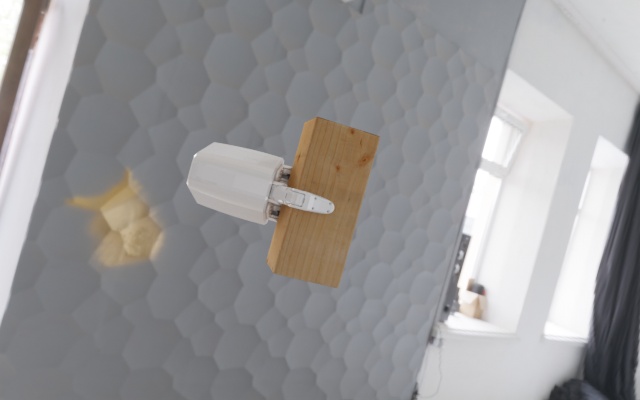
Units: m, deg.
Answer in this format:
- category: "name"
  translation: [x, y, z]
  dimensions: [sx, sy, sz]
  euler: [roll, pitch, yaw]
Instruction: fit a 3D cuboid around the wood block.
- category: "wood block"
  translation: [0.000, 0.002, 0.651]
  dimensions: [0.090, 0.206, 0.091]
  euler: [15, 0, -14]
